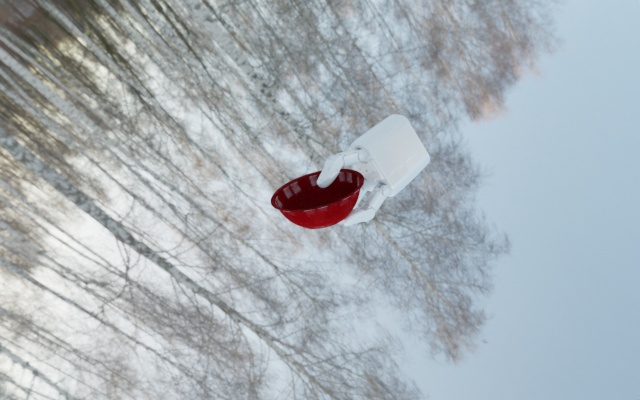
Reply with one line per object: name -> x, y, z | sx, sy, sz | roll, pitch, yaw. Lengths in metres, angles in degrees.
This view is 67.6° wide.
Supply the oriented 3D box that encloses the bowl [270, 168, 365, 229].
bowl -> -0.001, 0.004, 0.807 | 0.162, 0.055, 0.162 | -12, 23, 5
